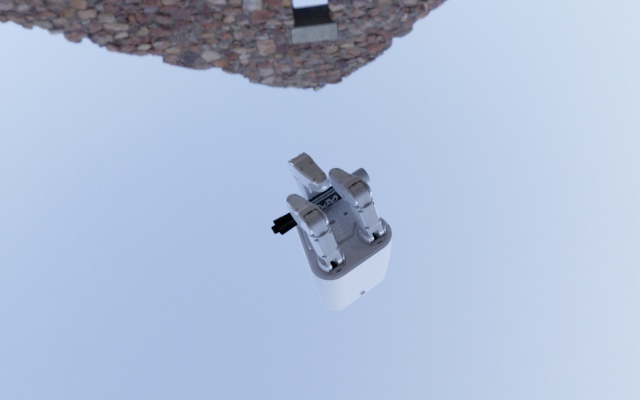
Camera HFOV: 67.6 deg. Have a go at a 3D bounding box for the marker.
[{"bbox_3d":[0.000,0.002,0.517,0.121,0.020,0.020,-32,9,-14],"label":"marker"}]
